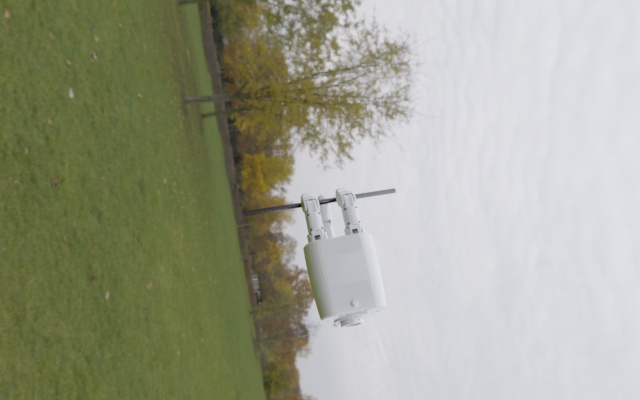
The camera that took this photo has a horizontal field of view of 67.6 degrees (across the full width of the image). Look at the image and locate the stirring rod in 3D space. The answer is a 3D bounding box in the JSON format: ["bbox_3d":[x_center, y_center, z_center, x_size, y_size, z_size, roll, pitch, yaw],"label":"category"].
[{"bbox_3d":[0.000,0.003,0.734,0.239,0.011,0.011,-9,1,-9],"label":"stirring rod"}]
